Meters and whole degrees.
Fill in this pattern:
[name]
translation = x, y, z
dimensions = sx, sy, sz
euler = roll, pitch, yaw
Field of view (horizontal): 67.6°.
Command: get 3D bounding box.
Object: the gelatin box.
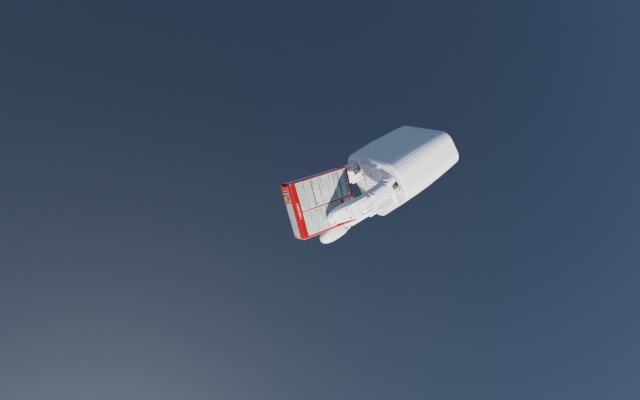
[gelatin box]
translation = 0.000, 0.002, 0.620
dimensions = 0.089, 0.073, 0.030
euler = -19, 10, -28
